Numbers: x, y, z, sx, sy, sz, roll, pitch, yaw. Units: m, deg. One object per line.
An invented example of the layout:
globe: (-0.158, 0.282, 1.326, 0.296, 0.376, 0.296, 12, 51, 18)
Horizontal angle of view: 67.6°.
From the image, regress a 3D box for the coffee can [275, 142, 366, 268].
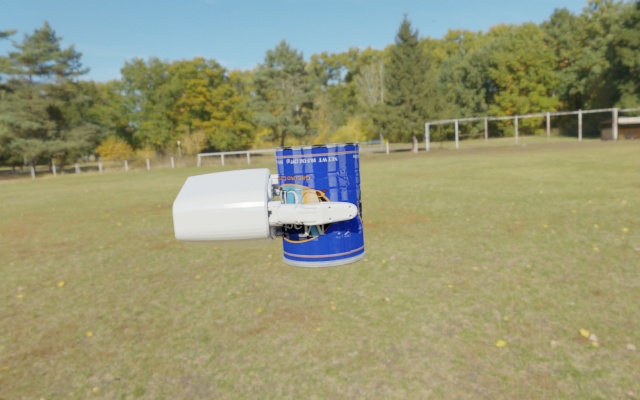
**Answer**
coffee can: (0.000, 0.002, 0.586, 0.103, 0.140, 0.103, -4, 6, 0)
